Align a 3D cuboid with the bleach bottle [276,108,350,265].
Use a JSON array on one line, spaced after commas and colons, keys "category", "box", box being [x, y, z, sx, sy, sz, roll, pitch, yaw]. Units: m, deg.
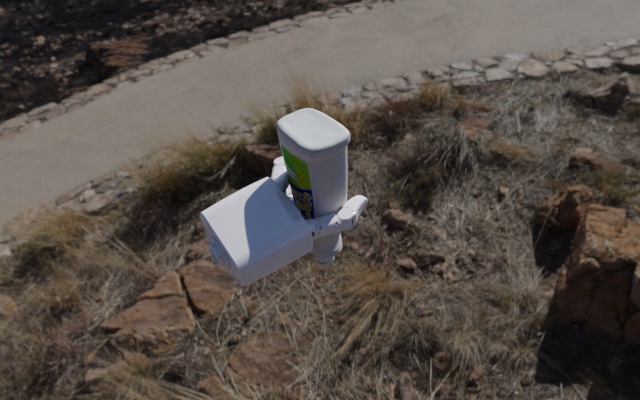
[{"category": "bleach bottle", "box": [0.000, 0.002, 0.671, 0.068, 0.251, 0.102, -28, 45, -22]}]
